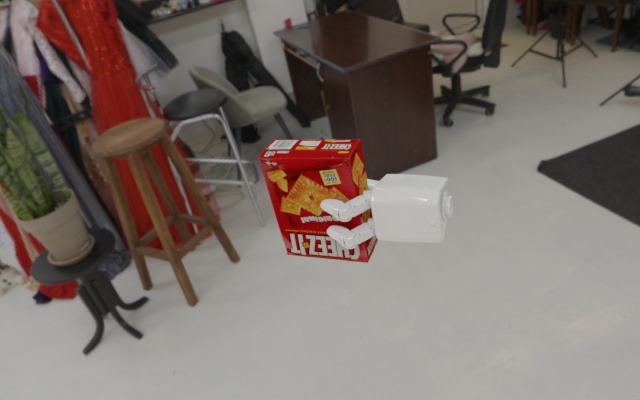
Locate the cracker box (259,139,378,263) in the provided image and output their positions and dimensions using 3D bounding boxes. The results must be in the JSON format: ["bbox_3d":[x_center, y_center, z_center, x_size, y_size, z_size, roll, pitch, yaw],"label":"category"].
[{"bbox_3d":[0.000,0.002,0.823,0.164,0.214,0.072,3,36,24],"label":"cracker box"}]
